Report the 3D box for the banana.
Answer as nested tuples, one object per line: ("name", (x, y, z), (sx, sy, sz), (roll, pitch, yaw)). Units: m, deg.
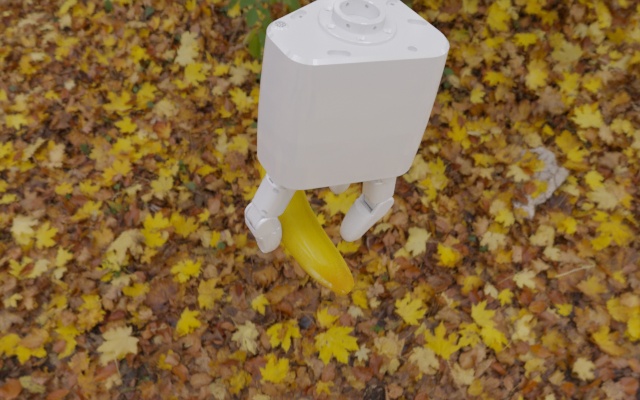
("banana", (-0.019, -0.001, 0.443), (0.069, 0.197, 0.037), (1, -41, -14))
